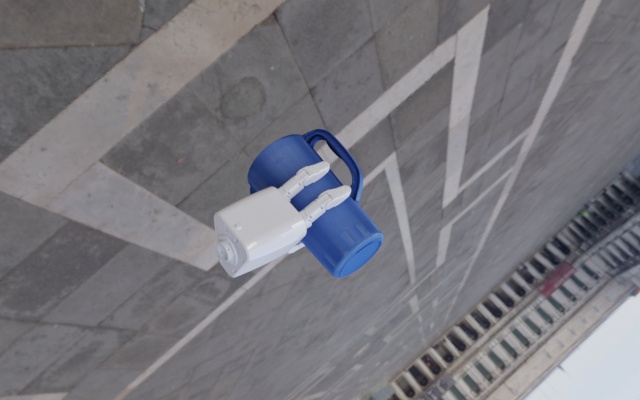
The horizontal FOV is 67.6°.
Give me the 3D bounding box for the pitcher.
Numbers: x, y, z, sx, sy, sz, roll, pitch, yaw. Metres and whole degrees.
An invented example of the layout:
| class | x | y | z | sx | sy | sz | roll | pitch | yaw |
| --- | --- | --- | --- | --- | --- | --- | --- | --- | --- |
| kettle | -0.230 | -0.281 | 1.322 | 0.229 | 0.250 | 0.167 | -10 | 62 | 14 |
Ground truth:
| class | x | y | z | sx | sy | sz | roll | pitch | yaw |
| --- | --- | --- | --- | --- | --- | --- | --- | --- | --- |
| pitcher | 0.000 | 0.003 | 0.818 | 0.145 | 0.242 | 0.149 | -26 | -27 | -34 |
